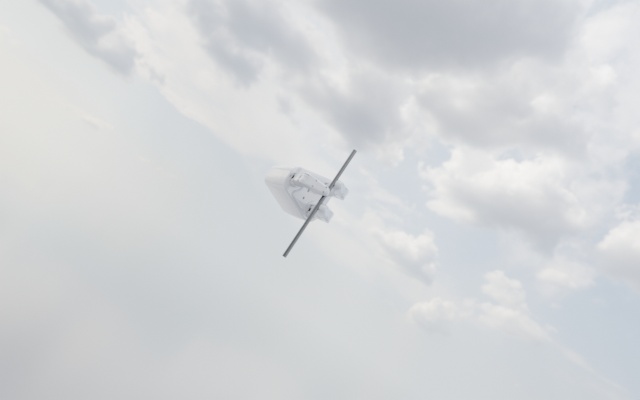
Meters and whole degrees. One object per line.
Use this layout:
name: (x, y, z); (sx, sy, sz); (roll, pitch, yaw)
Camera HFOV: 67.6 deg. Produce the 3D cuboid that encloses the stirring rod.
stirring rod: (0.000, 0.003, 0.879); (0.011, 0.239, 0.011); (32, -12, 8)
